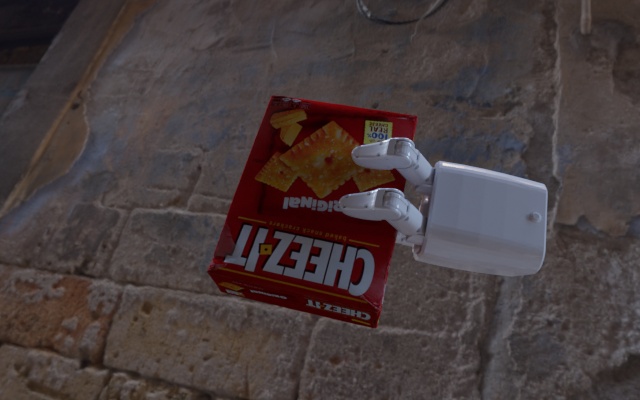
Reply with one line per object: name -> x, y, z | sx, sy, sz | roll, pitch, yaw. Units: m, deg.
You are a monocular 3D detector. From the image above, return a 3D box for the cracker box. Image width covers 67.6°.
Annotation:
cracker box -> 0.000, 0.002, 0.489 | 0.164, 0.213, 0.072 | 11, -26, 9
